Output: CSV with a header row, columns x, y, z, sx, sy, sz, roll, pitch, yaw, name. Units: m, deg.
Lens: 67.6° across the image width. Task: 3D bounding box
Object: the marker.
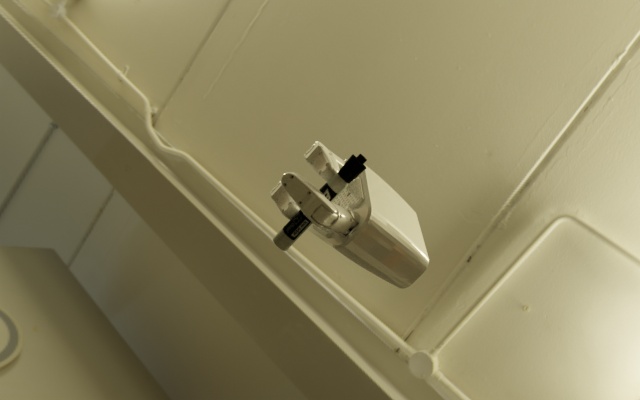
x,y,z,sx,sy,sz,roll,pitch,yaw,name
0.000,0.001,0.462,0.020,0.121,0.020,41,13,-11,marker
